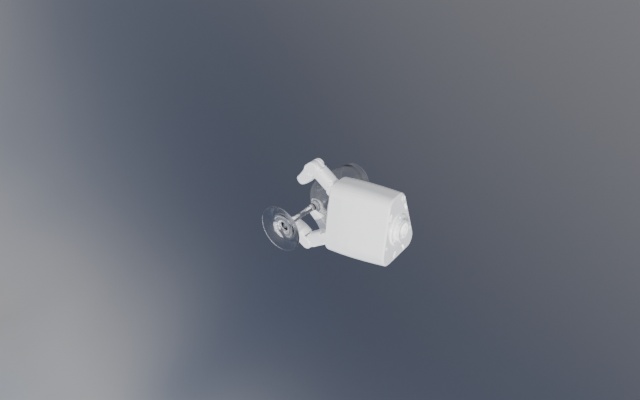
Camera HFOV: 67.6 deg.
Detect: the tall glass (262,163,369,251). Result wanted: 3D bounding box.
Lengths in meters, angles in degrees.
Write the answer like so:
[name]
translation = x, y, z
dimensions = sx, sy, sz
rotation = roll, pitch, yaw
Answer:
[tall glass]
translation = 0.000, 0.003, 0.787
dimensions = 0.079, 0.079, 0.201
rotation = 0, 24, 42
